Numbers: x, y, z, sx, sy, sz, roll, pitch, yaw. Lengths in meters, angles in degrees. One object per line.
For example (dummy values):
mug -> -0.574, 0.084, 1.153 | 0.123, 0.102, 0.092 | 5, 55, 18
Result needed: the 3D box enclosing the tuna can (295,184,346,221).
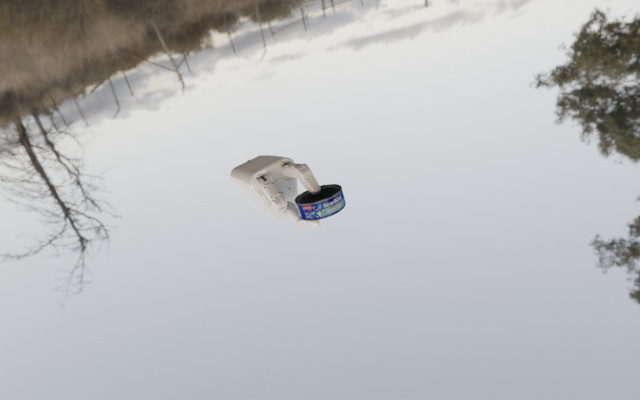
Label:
tuna can -> 0.000, 0.003, 0.832 | 0.086, 0.034, 0.086 | -15, 18, 5
